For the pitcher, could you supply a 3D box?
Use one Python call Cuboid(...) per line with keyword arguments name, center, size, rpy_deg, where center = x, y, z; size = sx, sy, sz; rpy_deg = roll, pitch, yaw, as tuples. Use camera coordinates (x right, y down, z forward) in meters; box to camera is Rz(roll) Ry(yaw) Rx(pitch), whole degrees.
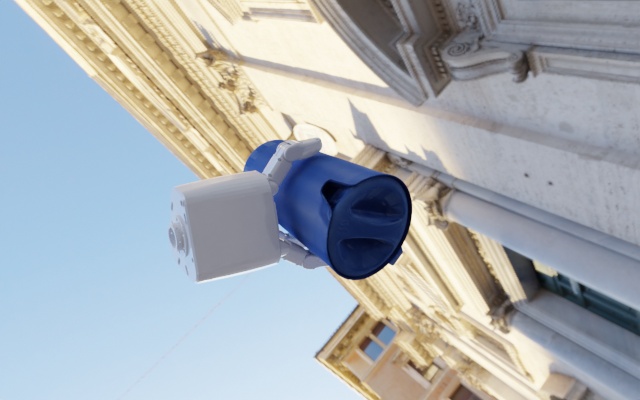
Cuboid(name="pitcher", center=(0.000, 0.002, 0.648), size=(0.145, 0.149, 0.242), rpy_deg=(-14, 27, -32))
